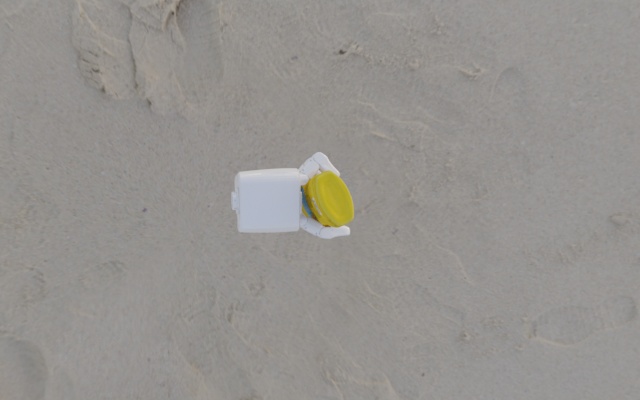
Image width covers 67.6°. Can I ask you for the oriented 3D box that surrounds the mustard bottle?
[{"bbox_3d":[0.001,0.003,0.881,0.058,0.096,0.191,-28,4,-15],"label":"mustard bottle"}]
